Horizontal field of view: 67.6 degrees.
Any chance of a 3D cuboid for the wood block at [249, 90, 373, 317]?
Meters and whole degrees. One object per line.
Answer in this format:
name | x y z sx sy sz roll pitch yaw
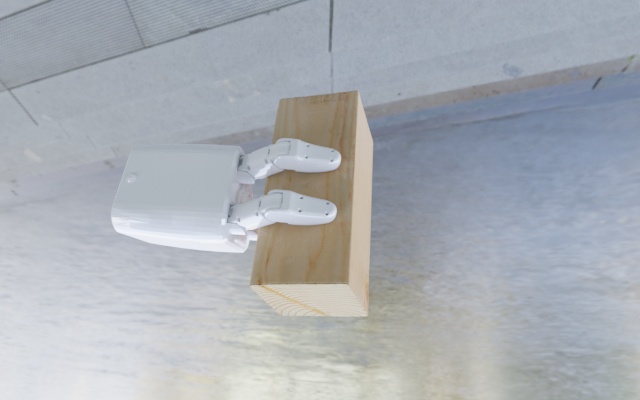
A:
wood block | 0.000 0.002 0.477 0.090 0.206 0.091 -3 -30 15
